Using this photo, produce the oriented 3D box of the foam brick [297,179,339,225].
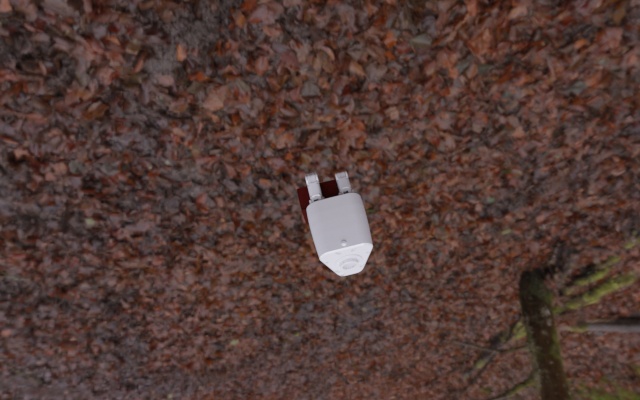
[{"bbox_3d":[0.000,0.003,0.894,0.078,0.051,0.053,-14,-35,1],"label":"foam brick"}]
